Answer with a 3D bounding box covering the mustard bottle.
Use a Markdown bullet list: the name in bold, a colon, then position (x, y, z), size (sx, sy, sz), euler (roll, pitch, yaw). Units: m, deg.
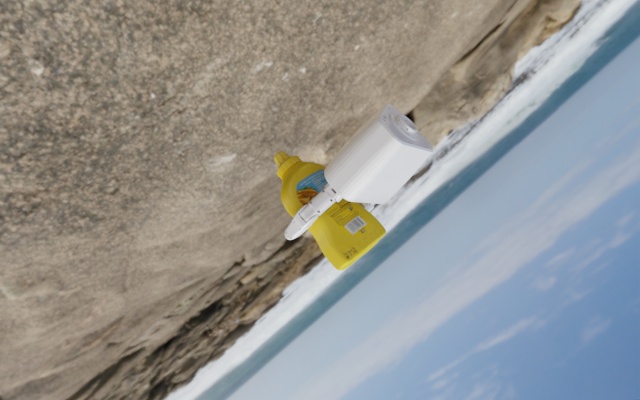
- **mustard bottle**: position (0.000, 0.003, 0.685), size (0.096, 0.191, 0.058), euler (-33, -14, -37)
